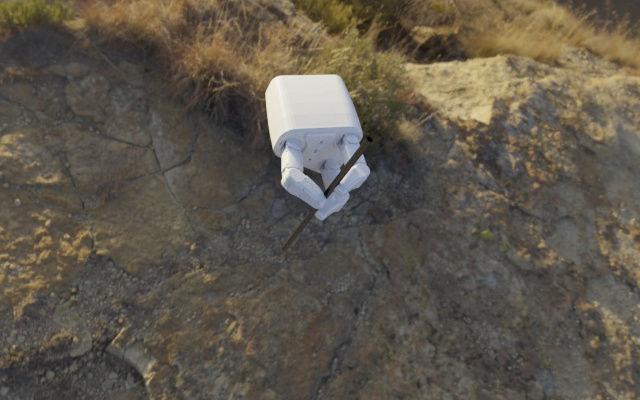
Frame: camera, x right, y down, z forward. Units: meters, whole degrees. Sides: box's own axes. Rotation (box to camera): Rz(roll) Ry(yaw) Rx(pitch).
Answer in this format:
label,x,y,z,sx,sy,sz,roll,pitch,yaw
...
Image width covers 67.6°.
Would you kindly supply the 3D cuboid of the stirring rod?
label,x,y,z,sx,sy,sz,roll,pitch,yaw
stirring rod,0.000,0.002,0.589,0.011,0.011,0.240,0,-34,-31
